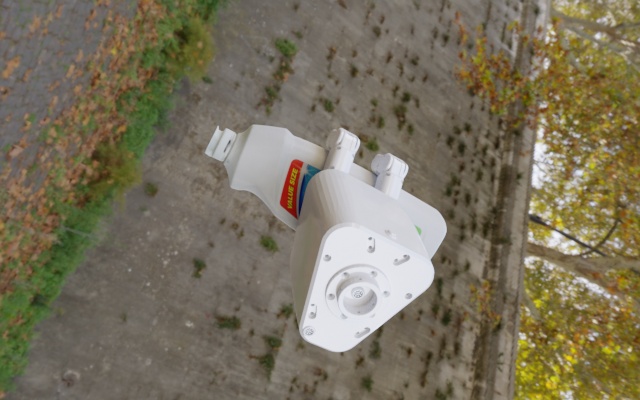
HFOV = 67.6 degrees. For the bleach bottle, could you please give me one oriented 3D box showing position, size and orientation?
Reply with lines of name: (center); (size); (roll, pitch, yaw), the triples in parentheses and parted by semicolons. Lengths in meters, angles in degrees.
bleach bottle: (0.000, 0.002, 0.490); (0.251, 0.102, 0.068); (26, 20, -16)
